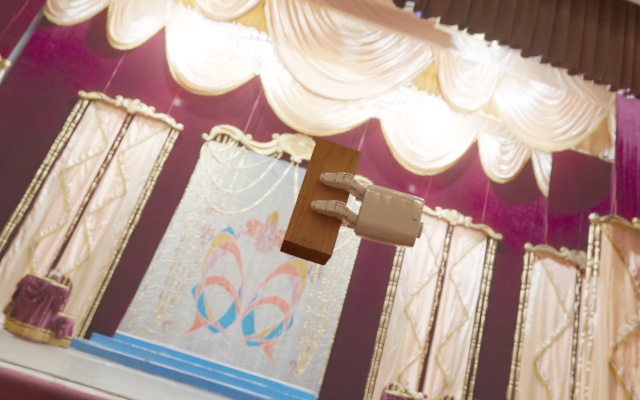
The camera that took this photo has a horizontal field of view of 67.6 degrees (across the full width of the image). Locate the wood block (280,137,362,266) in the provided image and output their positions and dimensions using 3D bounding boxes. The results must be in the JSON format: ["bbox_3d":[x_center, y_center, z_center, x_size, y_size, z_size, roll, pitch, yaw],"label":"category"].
[{"bbox_3d":[0.001,0.003,0.882,0.090,0.206,0.091,18,-21,-2],"label":"wood block"}]
